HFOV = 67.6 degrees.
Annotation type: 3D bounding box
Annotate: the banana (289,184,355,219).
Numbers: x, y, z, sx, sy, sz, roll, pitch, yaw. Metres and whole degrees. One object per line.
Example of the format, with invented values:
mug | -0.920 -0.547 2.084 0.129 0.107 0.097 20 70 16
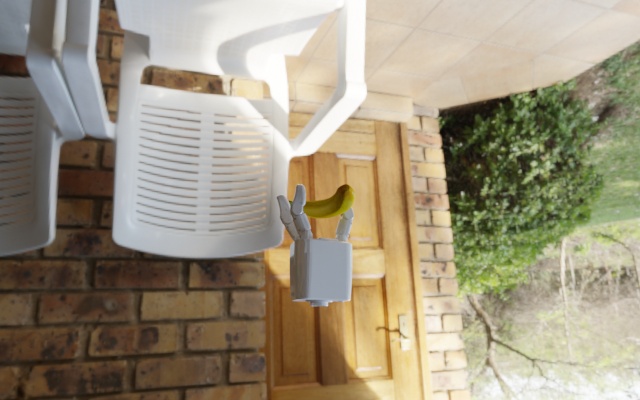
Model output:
banana | 0.014 0.007 0.868 0.069 0.037 0.198 12 -17 -31
